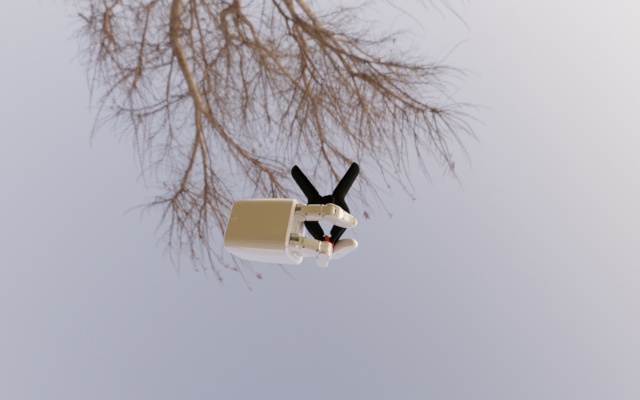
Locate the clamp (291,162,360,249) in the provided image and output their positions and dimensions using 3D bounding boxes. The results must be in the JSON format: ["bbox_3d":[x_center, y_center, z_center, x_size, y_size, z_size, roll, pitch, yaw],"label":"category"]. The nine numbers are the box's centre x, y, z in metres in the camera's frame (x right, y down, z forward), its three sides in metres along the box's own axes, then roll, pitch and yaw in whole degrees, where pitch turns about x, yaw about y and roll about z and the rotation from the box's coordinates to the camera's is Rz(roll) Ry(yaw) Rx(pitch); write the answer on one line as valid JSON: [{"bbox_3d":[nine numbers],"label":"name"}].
[{"bbox_3d":[0.000,0.003,0.813,0.120,0.171,0.039,1,-33,12],"label":"clamp"}]
